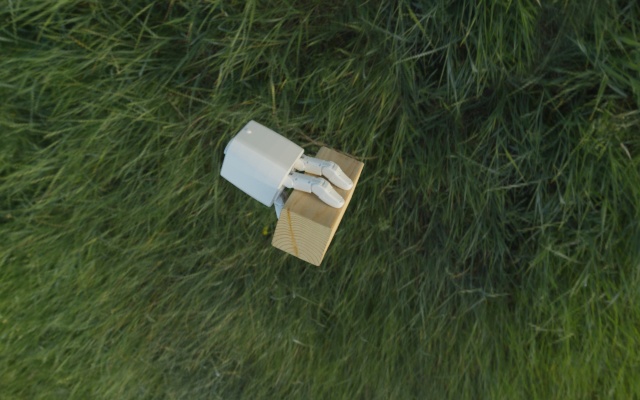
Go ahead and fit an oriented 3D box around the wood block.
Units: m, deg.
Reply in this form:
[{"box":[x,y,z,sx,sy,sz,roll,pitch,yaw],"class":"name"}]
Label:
[{"box":[0.000,0.003,0.847,0.090,0.091,0.206,23,40,5],"class":"wood block"}]
